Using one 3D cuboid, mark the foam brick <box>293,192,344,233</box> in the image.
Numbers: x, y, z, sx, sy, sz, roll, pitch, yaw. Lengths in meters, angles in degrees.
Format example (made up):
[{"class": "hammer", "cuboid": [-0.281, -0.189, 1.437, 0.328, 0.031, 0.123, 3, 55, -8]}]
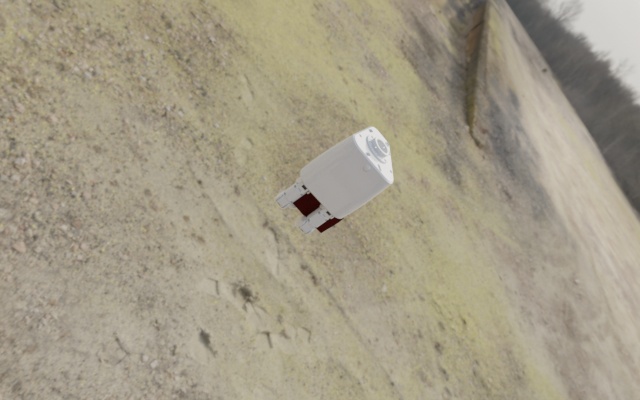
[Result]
[{"class": "foam brick", "cuboid": [0.000, 0.003, 0.776, 0.051, 0.078, 0.053, -34, 18, 30]}]
